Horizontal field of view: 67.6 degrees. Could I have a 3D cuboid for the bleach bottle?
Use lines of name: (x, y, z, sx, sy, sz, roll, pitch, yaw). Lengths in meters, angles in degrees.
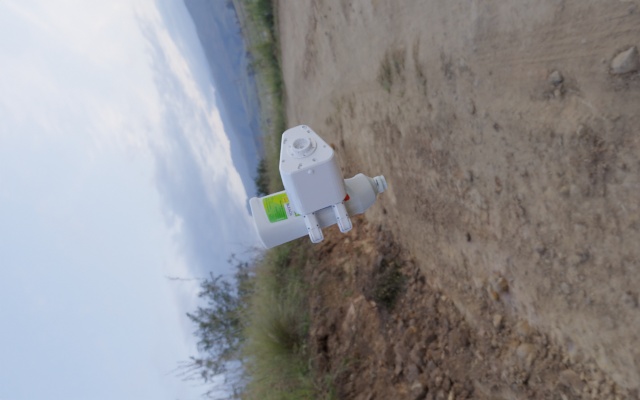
bleach bottle: (0.000, 0.003, 0.893, 0.251, 0.102, 0.068, -20, -40, -1)
